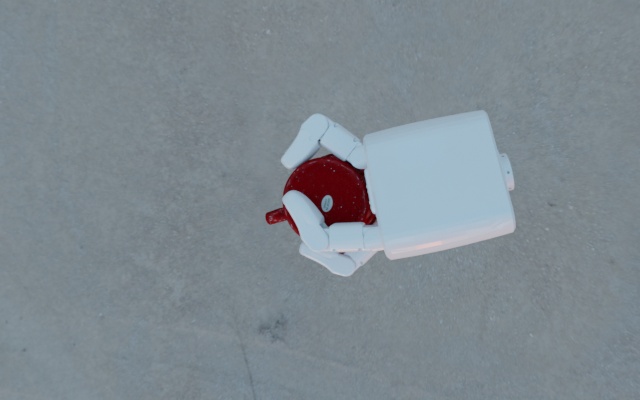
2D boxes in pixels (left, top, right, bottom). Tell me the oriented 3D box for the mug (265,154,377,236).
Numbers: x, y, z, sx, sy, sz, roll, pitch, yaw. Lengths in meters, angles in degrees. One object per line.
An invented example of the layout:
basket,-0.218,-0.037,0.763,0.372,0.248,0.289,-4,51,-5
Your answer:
mug,-0.001,0.002,0.472,0.117,0.093,0.081,-14,1,13
